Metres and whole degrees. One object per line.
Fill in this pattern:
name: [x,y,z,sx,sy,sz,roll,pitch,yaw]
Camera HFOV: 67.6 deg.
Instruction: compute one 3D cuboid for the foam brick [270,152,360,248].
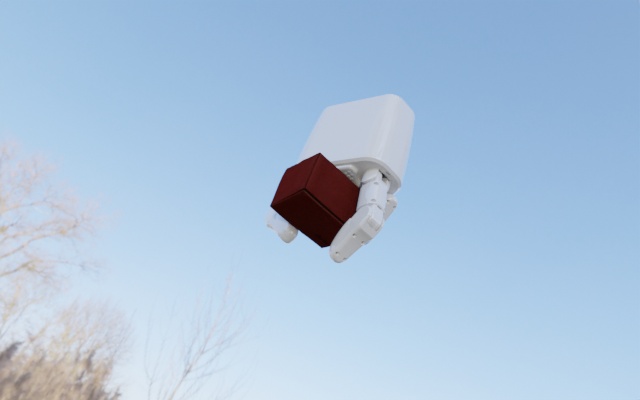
foam brick: [0.000,0.001,0.469,0.053,0.051,0.078,-22,-52,42]
